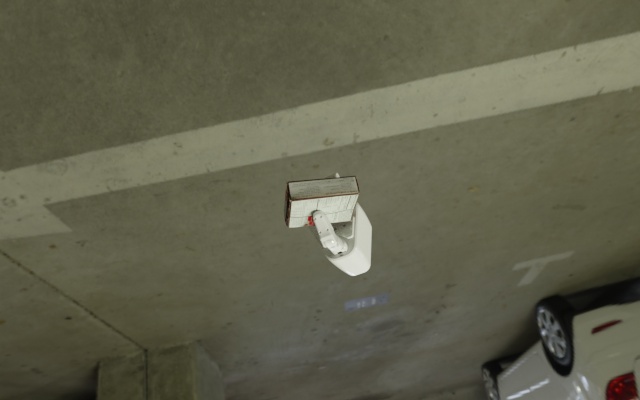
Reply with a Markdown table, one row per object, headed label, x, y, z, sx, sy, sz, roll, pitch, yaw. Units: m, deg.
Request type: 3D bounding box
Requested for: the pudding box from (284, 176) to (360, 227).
| label | x | y | z | sx | sy | sz | roll | pitch | yaw |
| --- | --- | --- | --- | --- | --- | --- | --- | --- | --- |
| pudding box | 0.000 | 0.003 | 0.762 | 0.113 | 0.039 | 0.090 | -7 | -30 | -11 |
